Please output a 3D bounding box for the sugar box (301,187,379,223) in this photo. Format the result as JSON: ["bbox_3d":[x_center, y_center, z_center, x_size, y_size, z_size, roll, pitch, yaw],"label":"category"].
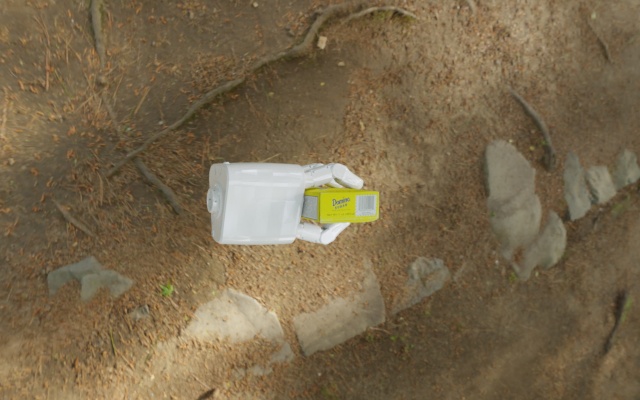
[{"bbox_3d":[0.000,0.002,0.703,0.093,0.048,0.176,-1,6,-27],"label":"sugar box"}]
